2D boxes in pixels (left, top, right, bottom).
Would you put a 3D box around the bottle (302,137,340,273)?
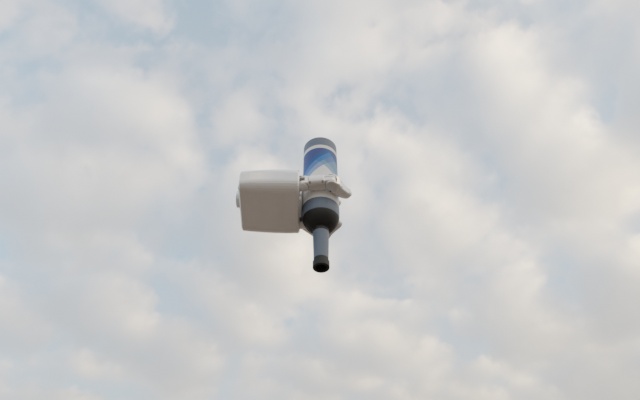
[{"bbox_3d":[0.000,0.003,0.867,0.069,0.295,0.069,0,-44,0],"label":"bottle"}]
